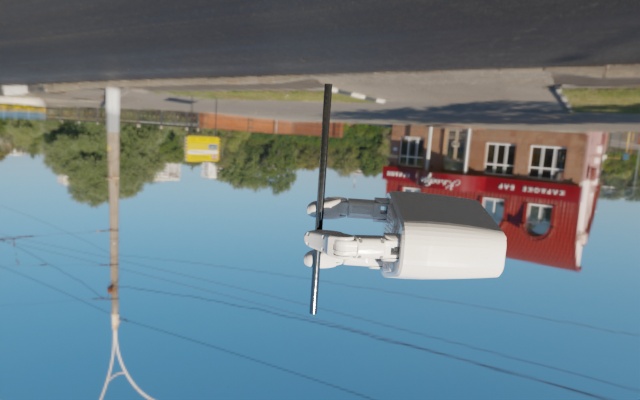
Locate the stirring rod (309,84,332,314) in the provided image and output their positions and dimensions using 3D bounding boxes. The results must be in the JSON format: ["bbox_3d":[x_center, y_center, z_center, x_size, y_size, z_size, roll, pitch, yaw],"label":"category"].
[{"bbox_3d":[0.000,0.002,0.497,0.011,0.239,0.011,4,7,0],"label":"stirring rod"}]
